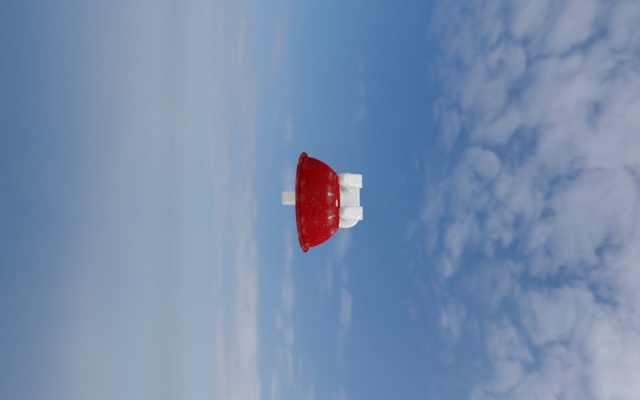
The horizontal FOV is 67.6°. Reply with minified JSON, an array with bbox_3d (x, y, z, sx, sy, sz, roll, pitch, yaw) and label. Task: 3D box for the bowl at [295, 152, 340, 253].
[{"bbox_3d":[0.000,0.003,0.762,0.055,0.162,0.162,-1,0,8],"label":"bowl"}]
